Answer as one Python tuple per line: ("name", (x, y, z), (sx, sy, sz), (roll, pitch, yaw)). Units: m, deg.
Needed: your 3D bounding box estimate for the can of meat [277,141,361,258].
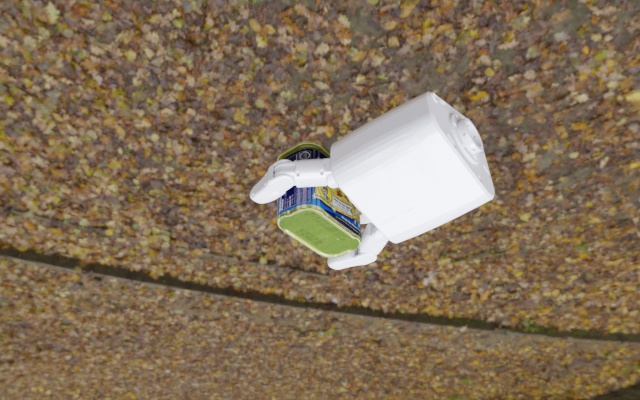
("can of meat", (0.000, 0.002, 0.504), (0.057, 0.084, 0.102), (-25, -43, 30))
